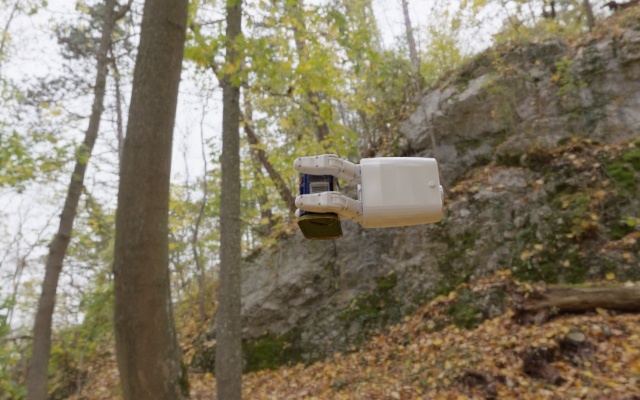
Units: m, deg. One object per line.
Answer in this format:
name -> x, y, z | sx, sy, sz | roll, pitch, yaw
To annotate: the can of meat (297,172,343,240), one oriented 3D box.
can of meat -> 0.000, 0.002, 0.683 | 0.057, 0.084, 0.102 | -3, -21, 6
